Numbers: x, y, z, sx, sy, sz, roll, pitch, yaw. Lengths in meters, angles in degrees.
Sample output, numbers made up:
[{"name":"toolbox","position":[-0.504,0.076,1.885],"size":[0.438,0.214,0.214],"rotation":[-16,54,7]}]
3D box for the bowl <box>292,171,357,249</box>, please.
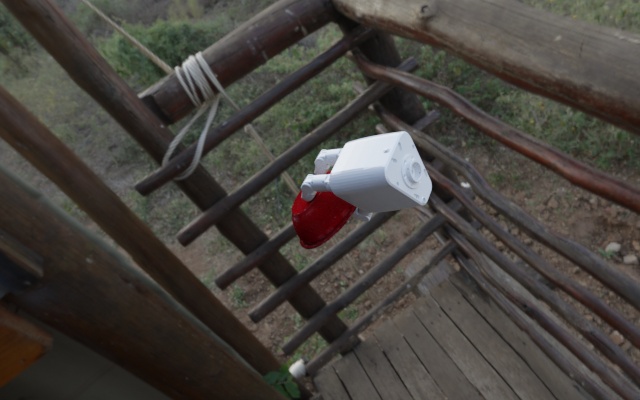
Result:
[{"name":"bowl","position":[-0.001,0.003,0.826],"size":[0.055,0.162,0.162],"rotation":[39,-16,-20]}]
